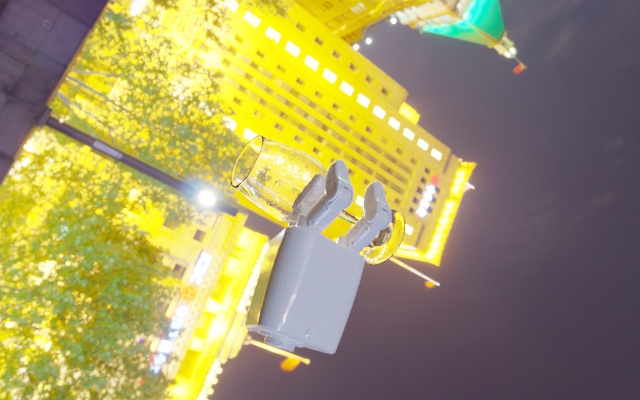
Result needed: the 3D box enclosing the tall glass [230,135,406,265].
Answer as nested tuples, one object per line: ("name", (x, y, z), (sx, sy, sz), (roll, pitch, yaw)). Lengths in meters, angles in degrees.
("tall glass", (0.001, 0.002, 0.539), (0.201, 0.079, 0.079), (30, -15, -27))
